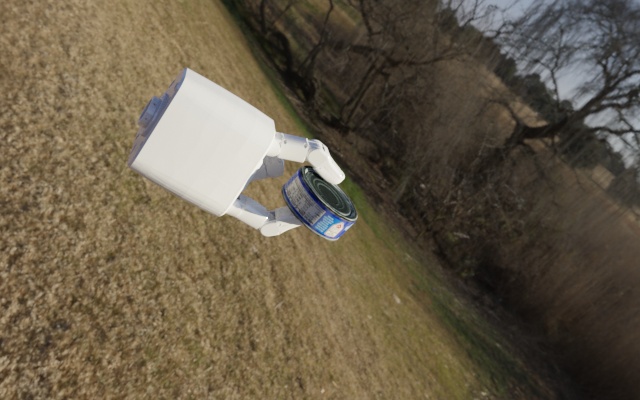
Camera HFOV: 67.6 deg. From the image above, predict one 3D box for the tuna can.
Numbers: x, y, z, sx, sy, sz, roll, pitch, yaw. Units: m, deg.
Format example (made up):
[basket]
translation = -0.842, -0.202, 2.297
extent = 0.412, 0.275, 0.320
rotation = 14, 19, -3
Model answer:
[tuna can]
translation = 0.001, 0.001, 0.527
extent = 0.034, 0.086, 0.086
rotation = -45, -18, 19
